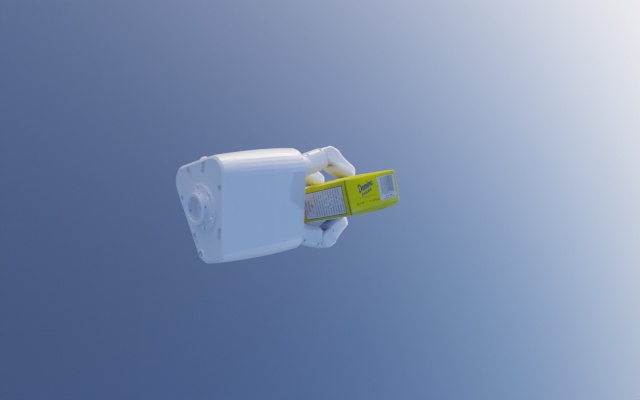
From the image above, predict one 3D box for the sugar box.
[{"bbox_3d":[0.000,0.001,0.593,0.176,0.048,0.093,-9,3,45],"label":"sugar box"}]
